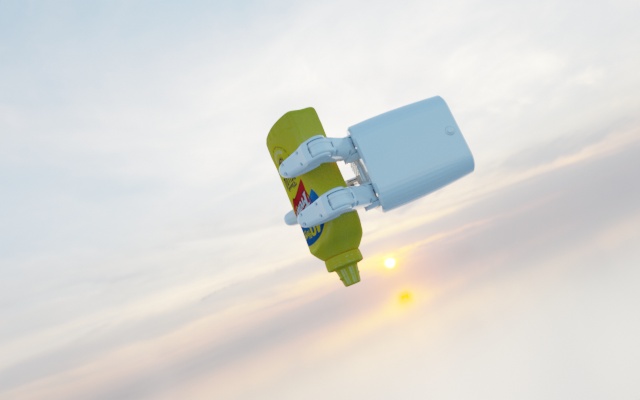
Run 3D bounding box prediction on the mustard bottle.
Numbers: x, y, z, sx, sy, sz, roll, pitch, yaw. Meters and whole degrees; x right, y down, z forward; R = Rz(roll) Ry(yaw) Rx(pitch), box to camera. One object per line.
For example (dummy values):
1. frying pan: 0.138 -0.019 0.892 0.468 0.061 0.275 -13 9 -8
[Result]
1. mustard bottle: 0.000 0.002 0.524 0.058 0.191 0.096 -17 -14 -26
